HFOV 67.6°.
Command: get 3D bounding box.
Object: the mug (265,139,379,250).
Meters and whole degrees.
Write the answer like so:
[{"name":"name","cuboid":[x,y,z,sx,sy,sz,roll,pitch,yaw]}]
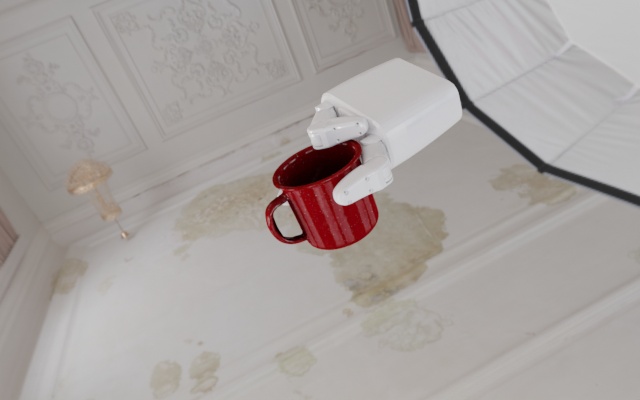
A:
[{"name":"mug","cuboid":[-0.001,0.003,0.478,0.117,0.081,0.093,-33,29,-17]}]
